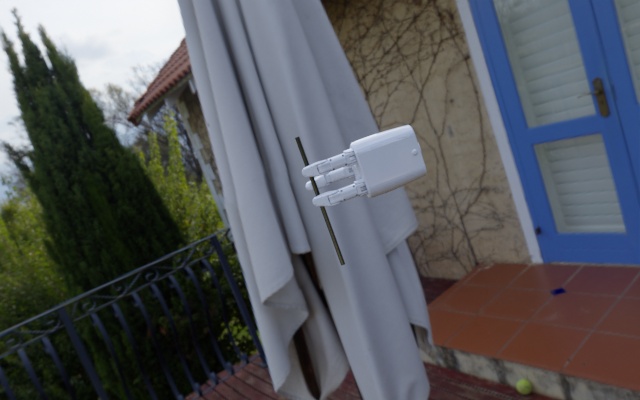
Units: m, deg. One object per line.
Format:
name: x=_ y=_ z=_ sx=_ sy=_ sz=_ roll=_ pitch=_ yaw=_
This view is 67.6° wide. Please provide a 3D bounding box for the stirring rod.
stirring rod: x=0.000 y=0.003 z=0.840 sx=0.011 sy=0.239 sz=0.011 roll=-20 pitch=8 yaw=3
